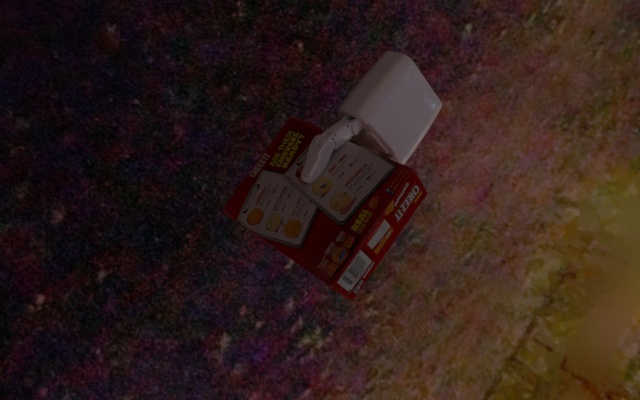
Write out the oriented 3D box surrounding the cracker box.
[{"bbox_3d":[0.000,0.002,0.611,0.213,0.164,0.072,29,-10,38],"label":"cracker box"}]
